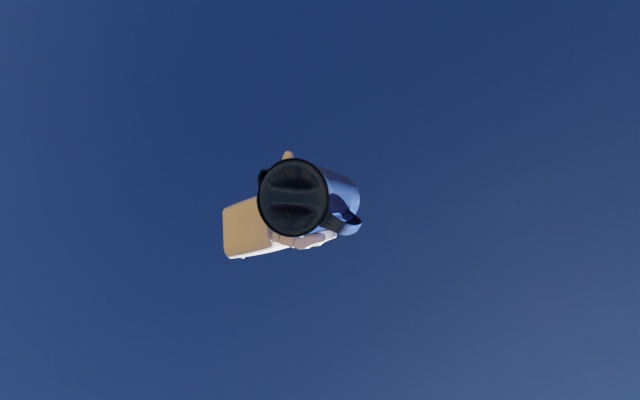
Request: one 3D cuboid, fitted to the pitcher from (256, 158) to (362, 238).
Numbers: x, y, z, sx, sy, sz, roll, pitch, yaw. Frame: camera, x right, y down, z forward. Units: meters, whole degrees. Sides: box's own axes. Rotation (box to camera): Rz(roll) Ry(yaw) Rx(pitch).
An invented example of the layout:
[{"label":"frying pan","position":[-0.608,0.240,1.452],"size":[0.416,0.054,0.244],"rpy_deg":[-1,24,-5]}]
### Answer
[{"label":"pitcher","position":[0.000,0.003,0.899],"size":[0.145,0.149,0.243],"rpy_deg":[-16,-6,20]}]
